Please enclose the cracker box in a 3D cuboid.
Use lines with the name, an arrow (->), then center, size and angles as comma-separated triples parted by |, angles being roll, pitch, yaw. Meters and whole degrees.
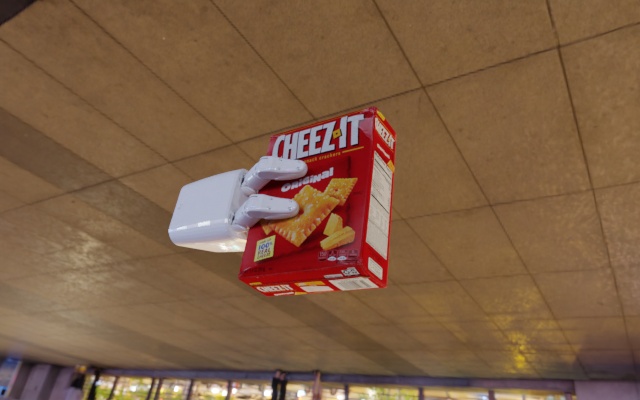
cracker box -> 0.000, 0.002, 0.583 | 0.164, 0.213, 0.072 | -10, -34, 30
